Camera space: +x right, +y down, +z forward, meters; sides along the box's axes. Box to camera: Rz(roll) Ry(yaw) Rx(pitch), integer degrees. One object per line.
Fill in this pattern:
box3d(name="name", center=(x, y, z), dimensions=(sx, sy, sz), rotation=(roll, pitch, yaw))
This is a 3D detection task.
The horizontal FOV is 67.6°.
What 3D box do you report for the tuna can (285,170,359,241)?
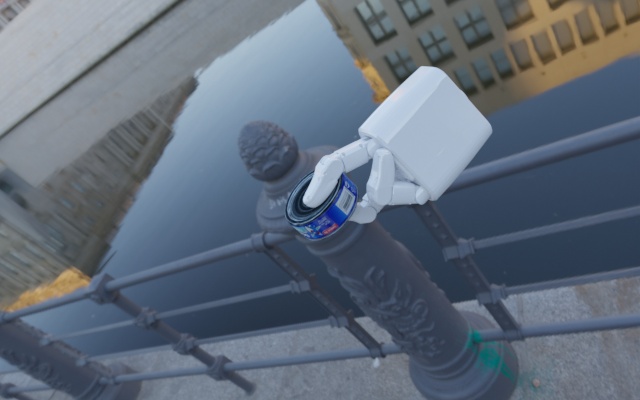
box3d(name="tuna can", center=(0.000, 0.002, 0.551), dimensions=(0.086, 0.086, 0.034), rotation=(0, -35, 49))
